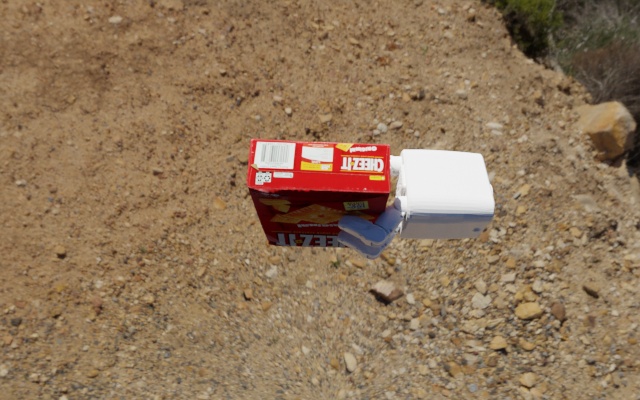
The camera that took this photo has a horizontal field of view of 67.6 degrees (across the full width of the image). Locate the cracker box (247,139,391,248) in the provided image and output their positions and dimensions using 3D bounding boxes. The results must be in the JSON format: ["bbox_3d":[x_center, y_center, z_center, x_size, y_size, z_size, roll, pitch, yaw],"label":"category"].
[{"bbox_3d":[0.000,0.002,0.634,0.164,0.072,0.214,2,-23,2],"label":"cracker box"}]
